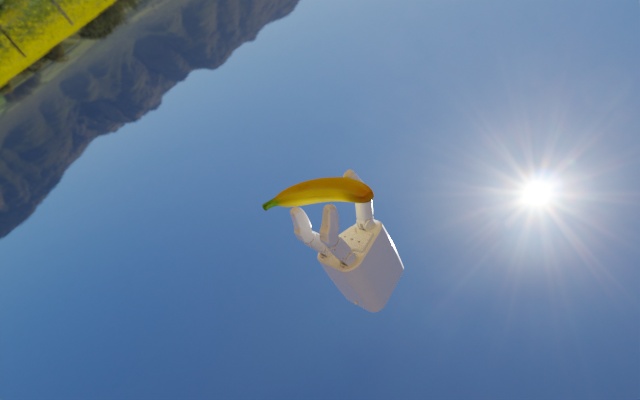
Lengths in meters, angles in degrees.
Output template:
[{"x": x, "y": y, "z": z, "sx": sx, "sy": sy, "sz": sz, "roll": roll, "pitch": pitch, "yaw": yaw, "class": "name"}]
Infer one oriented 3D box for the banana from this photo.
[{"x": 0.005, "y": -0.009, "z": 0.733, "sx": 0.198, "sy": 0.037, "sz": 0.069, "roll": -8, "pitch": 33, "yaw": 35, "class": "banana"}]
